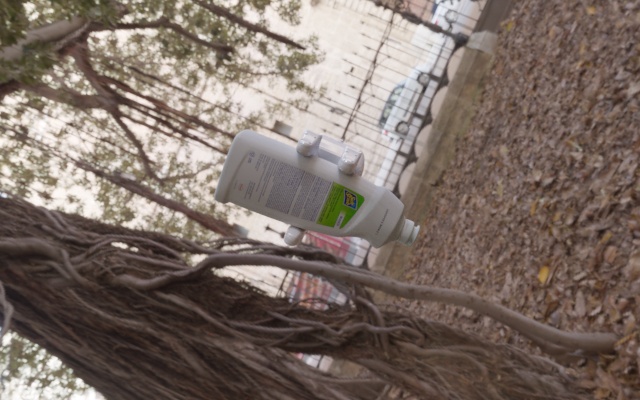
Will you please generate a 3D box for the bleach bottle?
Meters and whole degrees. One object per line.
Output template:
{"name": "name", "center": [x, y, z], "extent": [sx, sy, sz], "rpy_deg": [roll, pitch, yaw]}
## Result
{"name": "bleach bottle", "center": [0.000, 0.002, 0.604], "extent": [0.251, 0.102, 0.068], "rpy_deg": [24, 19, 2]}
